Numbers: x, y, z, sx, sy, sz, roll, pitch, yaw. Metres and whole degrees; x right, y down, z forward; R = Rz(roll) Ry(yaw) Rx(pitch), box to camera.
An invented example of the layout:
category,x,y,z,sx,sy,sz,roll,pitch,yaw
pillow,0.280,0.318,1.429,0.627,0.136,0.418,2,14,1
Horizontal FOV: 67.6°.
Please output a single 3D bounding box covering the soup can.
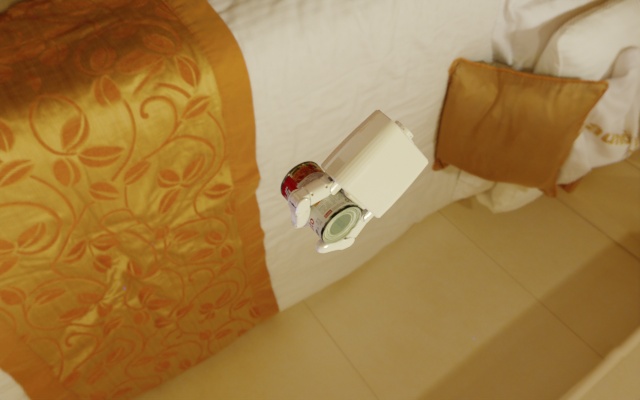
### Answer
category,x,y,z,sx,sy,sz,roll,pitch,yaw
soup can,0.000,0.003,0.659,0.068,0.068,0.102,0,38,-48
